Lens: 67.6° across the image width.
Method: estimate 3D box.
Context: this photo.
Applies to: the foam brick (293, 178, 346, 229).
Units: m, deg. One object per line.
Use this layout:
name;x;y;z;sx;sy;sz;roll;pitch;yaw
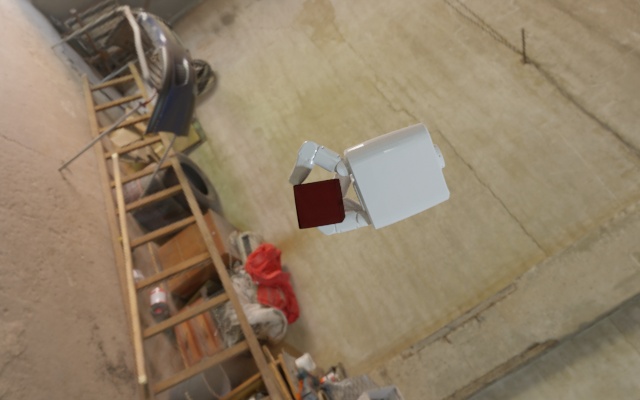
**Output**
foam brick;0.000;0.002;0.582;0.051;0.053;0.078;-8;3;6
